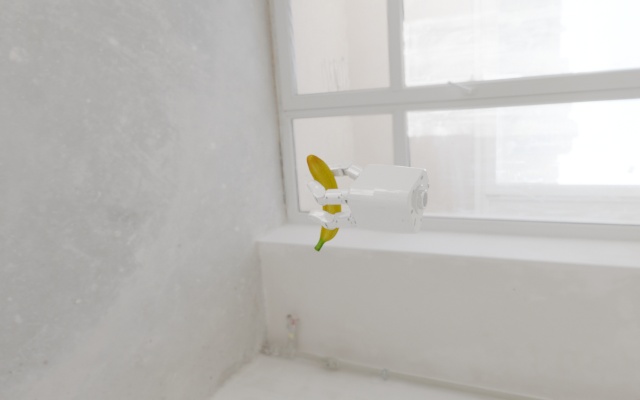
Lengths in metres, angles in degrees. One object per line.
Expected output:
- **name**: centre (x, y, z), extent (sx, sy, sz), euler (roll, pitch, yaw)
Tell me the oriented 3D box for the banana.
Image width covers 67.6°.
- **banana**: centre (0.010, -0.001, 0.907), extent (0.037, 0.198, 0.069), euler (9, 28, 32)
